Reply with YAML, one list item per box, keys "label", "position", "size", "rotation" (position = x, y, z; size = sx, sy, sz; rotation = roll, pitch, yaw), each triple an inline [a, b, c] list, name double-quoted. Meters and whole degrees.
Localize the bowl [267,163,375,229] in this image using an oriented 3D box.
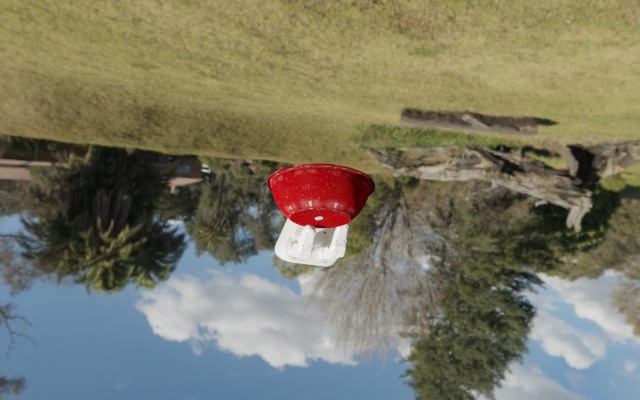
- label: "bowl"
  position: [0.000, 0.002, 0.704]
  size: [0.162, 0.055, 0.162]
  rotation: [2, -21, 1]
